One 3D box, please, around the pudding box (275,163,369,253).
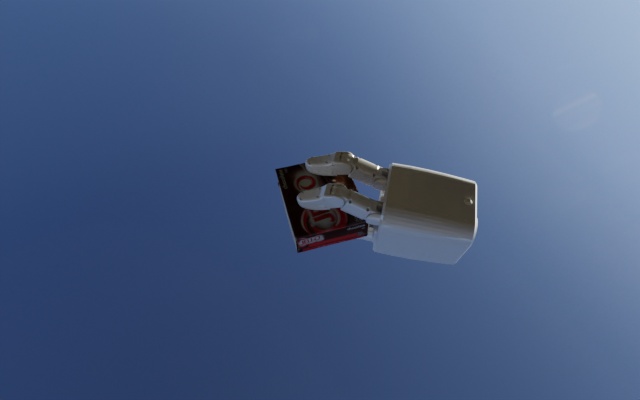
[{"bbox_3d":[0.000,0.002,0.588,0.090,0.113,0.039,-13,-39,-10],"label":"pudding box"}]
